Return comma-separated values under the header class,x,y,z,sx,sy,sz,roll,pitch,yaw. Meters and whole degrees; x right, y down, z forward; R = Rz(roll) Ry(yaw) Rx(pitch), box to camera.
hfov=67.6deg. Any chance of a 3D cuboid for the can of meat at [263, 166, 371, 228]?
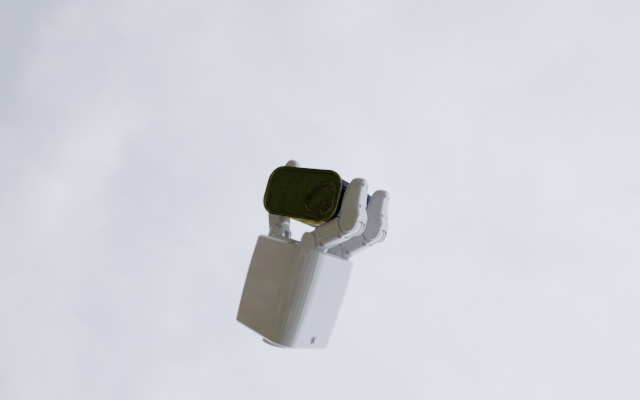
class,x,y,z,sx,sy,sz,roll,pitch,yaw
can of meat,0.000,0.002,0.554,0.102,0.057,0.084,7,-11,36
